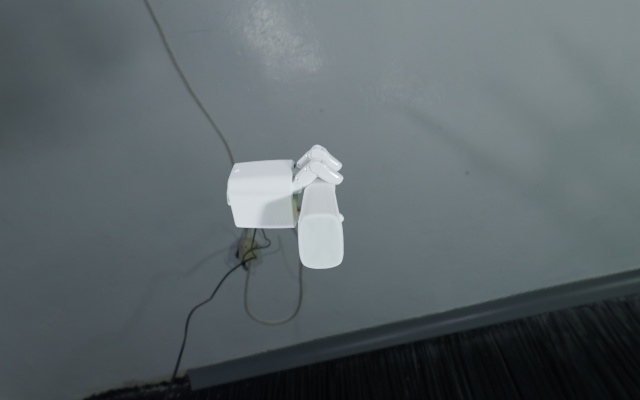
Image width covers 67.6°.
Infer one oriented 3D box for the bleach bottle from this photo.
[{"bbox_3d":[0.000,0.003,0.821,0.068,0.103,0.250,-3,28,1],"label":"bleach bottle"}]
